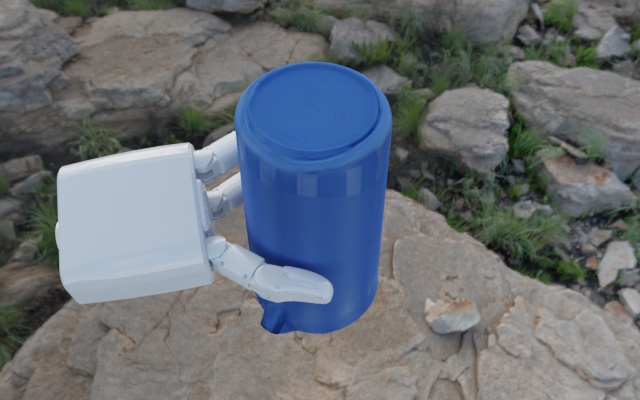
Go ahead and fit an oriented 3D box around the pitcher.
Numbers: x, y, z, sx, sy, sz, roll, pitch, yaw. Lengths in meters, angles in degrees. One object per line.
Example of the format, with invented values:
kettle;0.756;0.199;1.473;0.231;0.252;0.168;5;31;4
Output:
pitcher;0.000;0.001;0.419;0.145;0.149;0.243;-8;-37;-7
